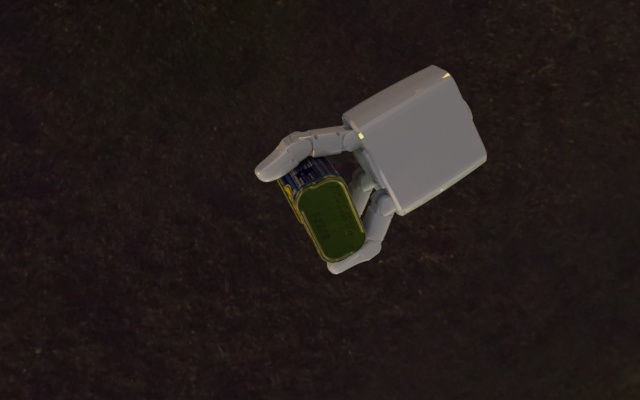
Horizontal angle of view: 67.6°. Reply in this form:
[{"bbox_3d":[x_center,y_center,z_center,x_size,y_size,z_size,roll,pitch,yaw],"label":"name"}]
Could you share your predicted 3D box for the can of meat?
[{"bbox_3d":[0.000,0.002,0.485,0.057,0.102,0.084,-28,34,-4],"label":"can of meat"}]
